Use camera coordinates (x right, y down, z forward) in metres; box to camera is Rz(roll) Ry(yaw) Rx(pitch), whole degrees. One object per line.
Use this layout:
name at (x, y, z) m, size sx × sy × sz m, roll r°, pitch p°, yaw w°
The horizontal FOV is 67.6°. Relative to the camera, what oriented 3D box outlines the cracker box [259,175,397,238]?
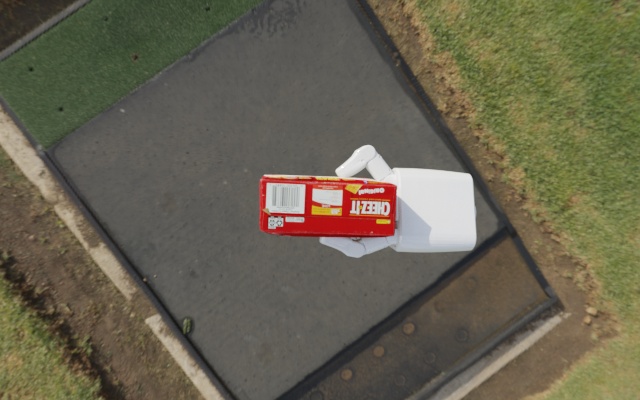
cracker box at (0.000, 0.002, 0.661) m, size 0.164 × 0.072 × 0.213 m, roll 2°, pitch 4°, yaw -6°
